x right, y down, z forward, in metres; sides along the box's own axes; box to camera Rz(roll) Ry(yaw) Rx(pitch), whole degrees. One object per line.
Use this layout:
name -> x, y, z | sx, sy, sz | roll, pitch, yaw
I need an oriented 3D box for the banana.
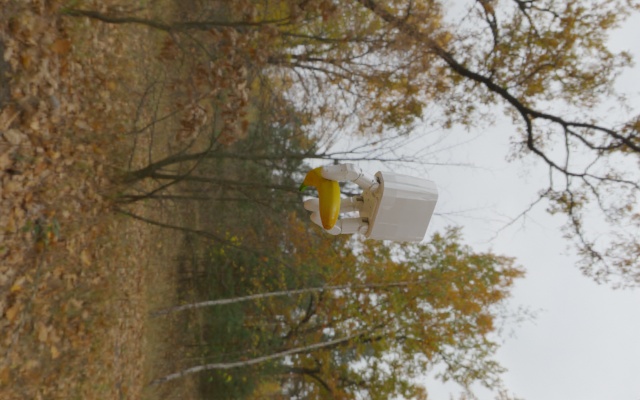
banana -> 0.005, -0.016, 0.800 | 0.037, 0.070, 0.197 | 13, 15, -17
